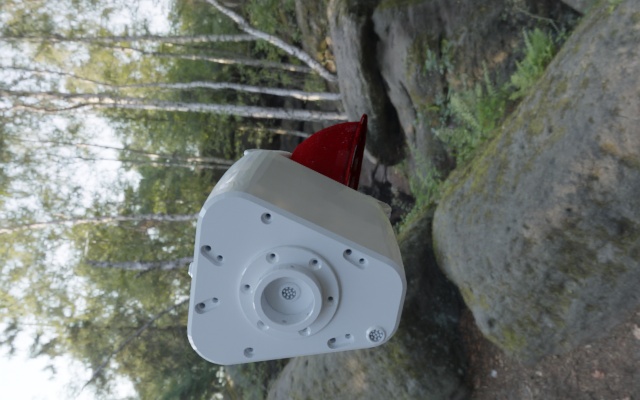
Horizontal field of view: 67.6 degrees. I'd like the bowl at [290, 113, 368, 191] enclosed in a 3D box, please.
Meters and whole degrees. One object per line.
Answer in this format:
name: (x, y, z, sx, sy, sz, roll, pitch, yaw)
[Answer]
bowl: (0.000, 0.001, 0.415, 0.055, 0.162, 0.162, 11, 1, 7)
